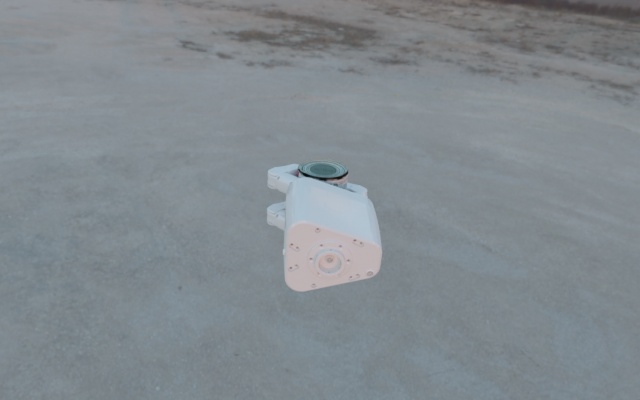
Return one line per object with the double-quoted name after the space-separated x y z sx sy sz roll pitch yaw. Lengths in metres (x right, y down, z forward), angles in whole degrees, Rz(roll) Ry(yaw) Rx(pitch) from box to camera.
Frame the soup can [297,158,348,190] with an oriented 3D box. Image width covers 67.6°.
0.000 0.002 0.643 0.068 0.102 0.068 3 27 -2 "soup can"
